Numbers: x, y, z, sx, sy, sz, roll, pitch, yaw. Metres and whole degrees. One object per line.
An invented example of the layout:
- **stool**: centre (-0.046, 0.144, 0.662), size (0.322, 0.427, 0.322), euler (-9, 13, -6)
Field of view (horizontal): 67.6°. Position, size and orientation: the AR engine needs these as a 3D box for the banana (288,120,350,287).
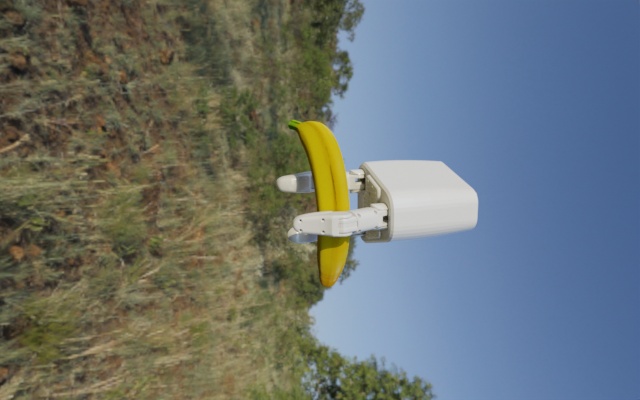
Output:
- **banana**: centre (0.006, -0.005, 0.523), size (0.037, 0.197, 0.069), euler (-7, -10, -22)
